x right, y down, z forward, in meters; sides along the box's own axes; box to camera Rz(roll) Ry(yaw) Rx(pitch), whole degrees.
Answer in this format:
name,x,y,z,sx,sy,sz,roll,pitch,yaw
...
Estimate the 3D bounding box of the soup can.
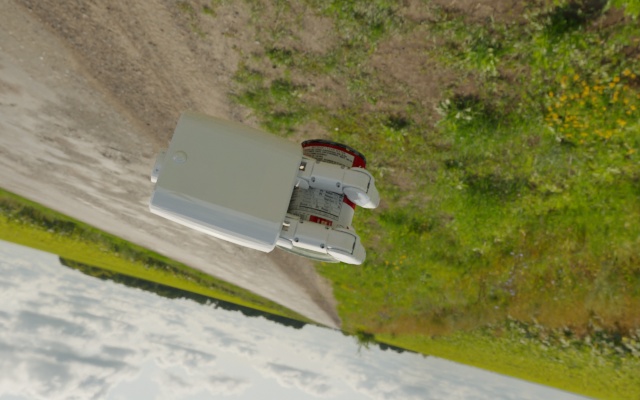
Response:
name,x,y,z,sx,sy,sz,roll,pitch,yaw
soup can,0.000,0.002,0.458,0.068,0.102,0.068,14,-15,4
